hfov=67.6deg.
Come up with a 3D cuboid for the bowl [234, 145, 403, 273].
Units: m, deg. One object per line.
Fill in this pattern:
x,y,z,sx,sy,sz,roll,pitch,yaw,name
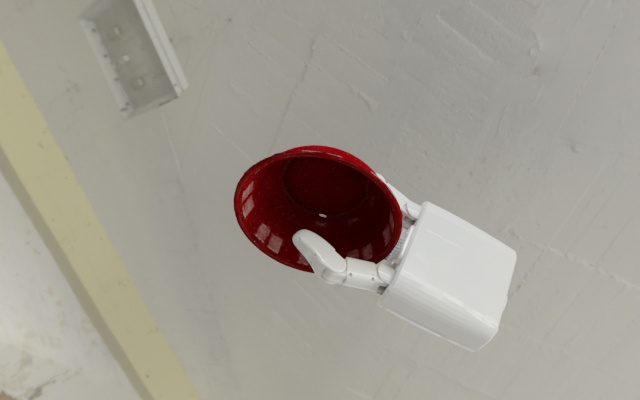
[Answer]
-0.001,0.001,0.468,0.162,0.162,0.055,0,43,13,bowl
